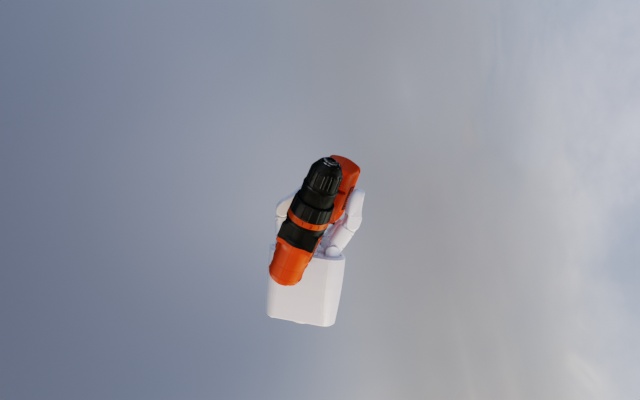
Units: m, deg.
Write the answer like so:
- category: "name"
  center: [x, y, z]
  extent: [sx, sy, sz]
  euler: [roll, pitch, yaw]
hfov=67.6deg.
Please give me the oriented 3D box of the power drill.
- category: "power drill"
  center: [0.000, 0.002, 0.643]
  extent: [0.057, 0.184, 0.187]
  euler: [28, 29, 6]
